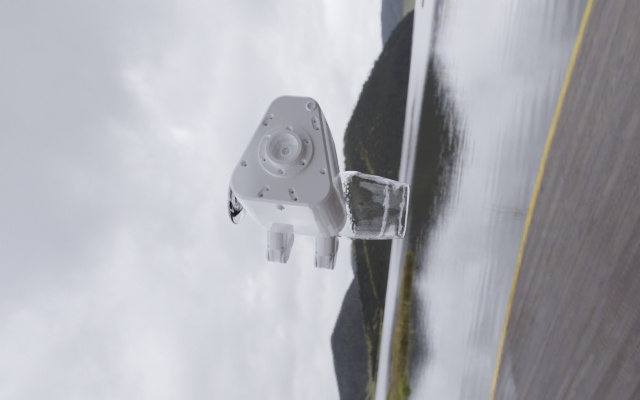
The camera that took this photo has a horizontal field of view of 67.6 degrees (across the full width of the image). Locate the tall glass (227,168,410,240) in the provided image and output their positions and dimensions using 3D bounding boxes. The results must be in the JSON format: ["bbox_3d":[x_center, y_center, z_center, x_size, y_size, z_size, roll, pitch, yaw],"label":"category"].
[{"bbox_3d":[-0.001,0.002,0.553,0.201,0.079,0.079,6,1,10],"label":"tall glass"}]
